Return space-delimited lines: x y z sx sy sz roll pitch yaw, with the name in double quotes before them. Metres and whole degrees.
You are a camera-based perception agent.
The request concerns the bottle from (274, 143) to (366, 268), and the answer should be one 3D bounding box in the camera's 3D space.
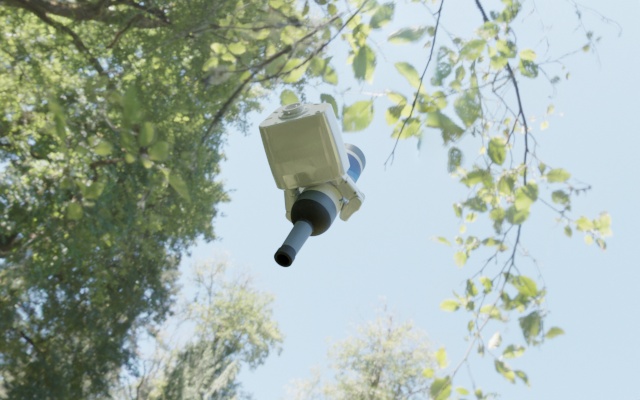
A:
"bottle" 0.000 0.002 0.752 0.069 0.069 0.295 0 31 24
